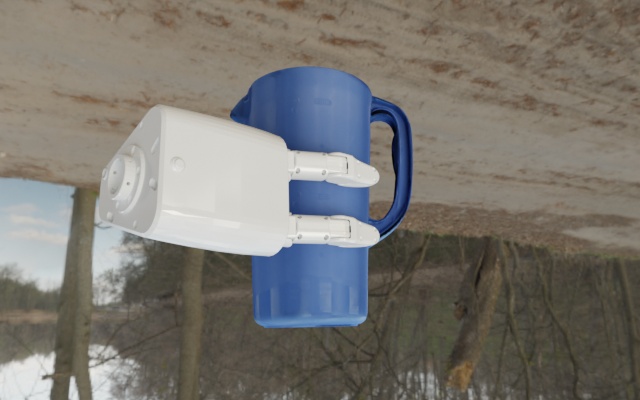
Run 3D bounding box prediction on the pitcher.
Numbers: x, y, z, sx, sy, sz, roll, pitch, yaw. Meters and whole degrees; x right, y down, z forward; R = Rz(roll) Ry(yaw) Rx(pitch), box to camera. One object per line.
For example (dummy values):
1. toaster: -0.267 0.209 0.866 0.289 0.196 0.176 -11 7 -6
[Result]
1. pitcher: 0.000 0.002 0.480 0.149 0.242 0.145 -14 -19 42
